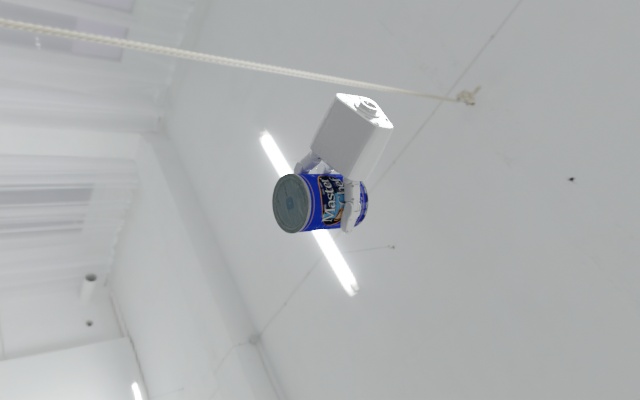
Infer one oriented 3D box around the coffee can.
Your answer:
[{"bbox_3d":[0.000,0.003,0.851,0.140,0.103,0.103,-2,1,-40],"label":"coffee can"}]
